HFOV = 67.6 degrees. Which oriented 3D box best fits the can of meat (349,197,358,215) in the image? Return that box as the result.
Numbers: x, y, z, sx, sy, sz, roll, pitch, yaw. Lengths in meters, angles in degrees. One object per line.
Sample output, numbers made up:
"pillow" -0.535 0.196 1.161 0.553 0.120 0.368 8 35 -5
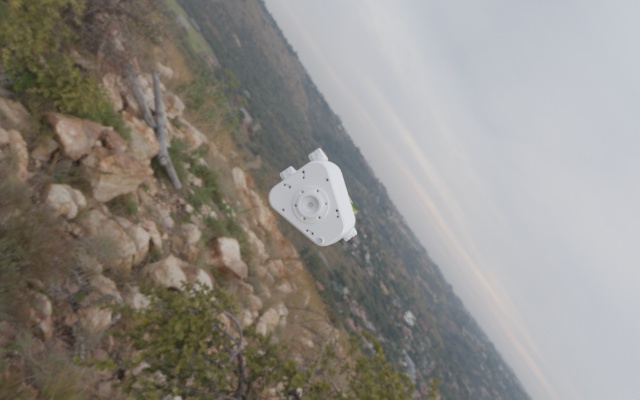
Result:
"can of meat" 0.000 0.002 0.778 0.084 0.102 0.057 -34 -8 9
